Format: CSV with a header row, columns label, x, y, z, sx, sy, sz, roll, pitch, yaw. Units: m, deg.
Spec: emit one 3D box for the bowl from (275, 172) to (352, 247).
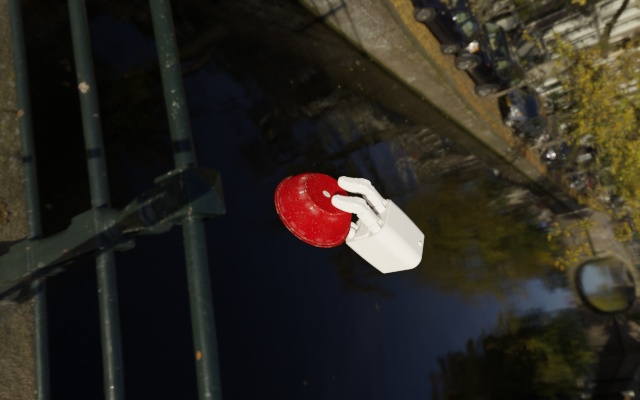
label,x,y,z,sx,sy,sz,roll,pitch,yaw
bowl,-0.001,0.002,0.872,0.162,0.162,0.055,0,-35,-36
